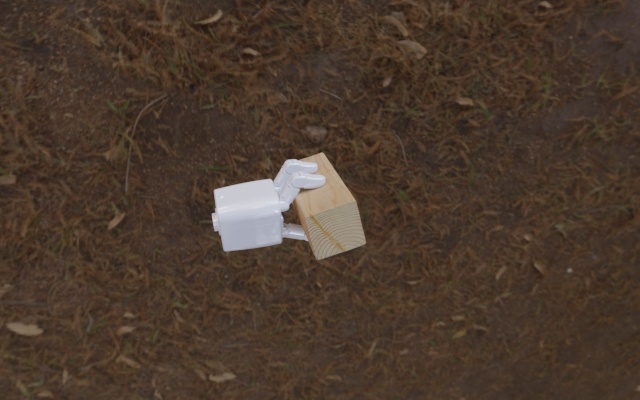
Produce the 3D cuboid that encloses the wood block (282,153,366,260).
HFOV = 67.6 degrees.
[{"bbox_3d":[0.000,0.003,0.860,0.090,0.091,0.206,-18,31,-6],"label":"wood block"}]
